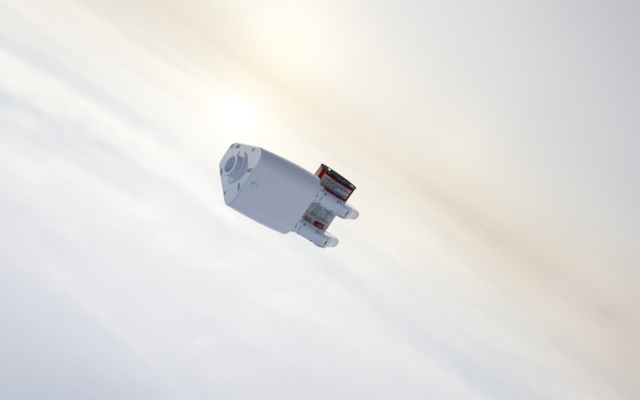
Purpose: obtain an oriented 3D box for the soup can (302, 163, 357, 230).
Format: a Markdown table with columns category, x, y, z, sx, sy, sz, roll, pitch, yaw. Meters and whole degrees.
| category | x | y | z | sx | sy | sz | roll | pitch | yaw |
| --- | --- | --- | --- | --- | --- | --- | --- | --- | --- |
| soup can | 0.000 | 0.003 | 0.744 | 0.068 | 0.102 | 0.068 | 34 | 8 | -6 |
